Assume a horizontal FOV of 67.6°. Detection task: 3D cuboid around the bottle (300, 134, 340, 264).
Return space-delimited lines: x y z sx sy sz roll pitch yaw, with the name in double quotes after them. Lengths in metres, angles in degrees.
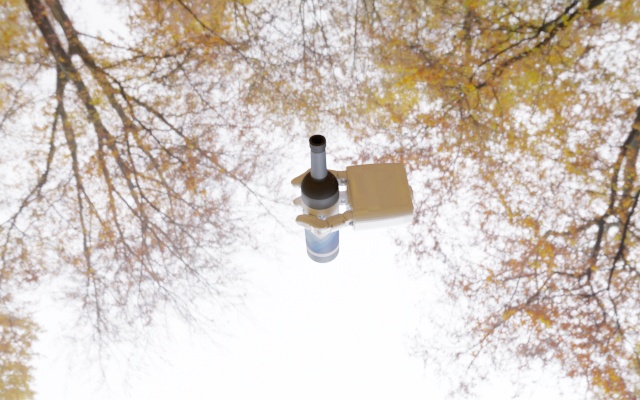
0.000 0.003 0.842 0.069 0.069 0.296 0 -40 2 "bottle"
